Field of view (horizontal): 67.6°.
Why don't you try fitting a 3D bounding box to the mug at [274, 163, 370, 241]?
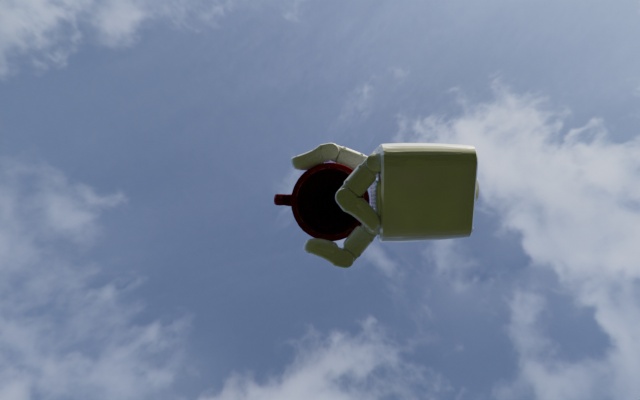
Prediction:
[{"bbox_3d":[-0.001,0.002,0.602,0.117,0.093,0.081,0,0,1],"label":"mug"}]
